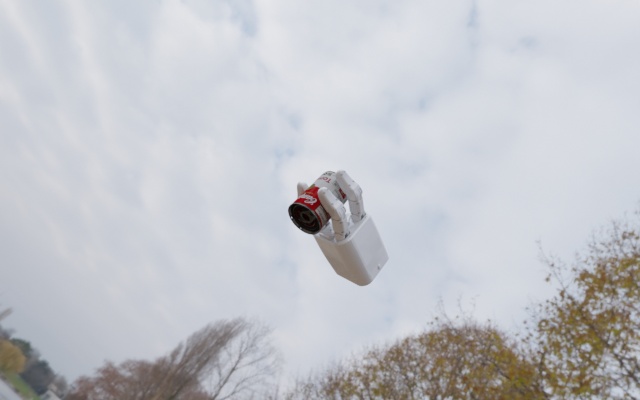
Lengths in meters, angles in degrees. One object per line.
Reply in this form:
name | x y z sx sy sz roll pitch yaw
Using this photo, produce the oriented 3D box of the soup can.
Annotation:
soup can | 0.000 0.002 0.842 0.068 0.068 0.102 0 36 45
